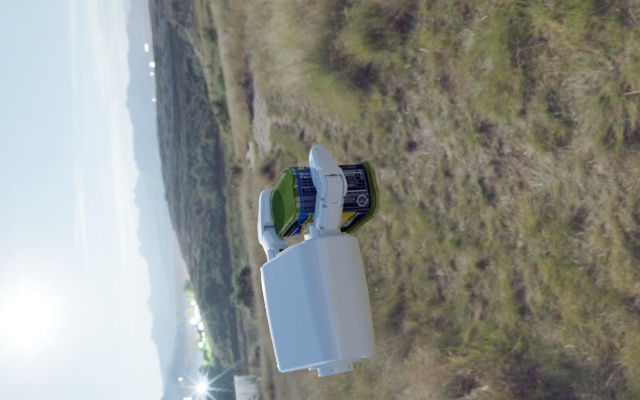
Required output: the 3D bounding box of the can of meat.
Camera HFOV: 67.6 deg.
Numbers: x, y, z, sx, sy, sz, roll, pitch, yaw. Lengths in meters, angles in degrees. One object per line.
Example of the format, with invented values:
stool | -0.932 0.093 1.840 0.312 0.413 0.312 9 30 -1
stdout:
can of meat | 0.000 0.002 0.485 0.084 0.057 0.102 -4 -18 -19
